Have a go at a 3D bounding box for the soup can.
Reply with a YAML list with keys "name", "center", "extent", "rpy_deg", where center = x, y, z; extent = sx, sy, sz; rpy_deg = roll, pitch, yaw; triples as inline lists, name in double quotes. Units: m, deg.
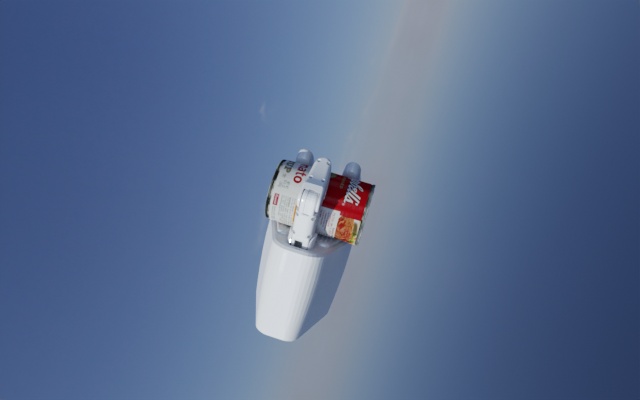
- name: "soup can"
  center: [0.000, 0.001, 0.507]
  extent: [0.102, 0.068, 0.068]
  rpy_deg: [17, 2, 5]
